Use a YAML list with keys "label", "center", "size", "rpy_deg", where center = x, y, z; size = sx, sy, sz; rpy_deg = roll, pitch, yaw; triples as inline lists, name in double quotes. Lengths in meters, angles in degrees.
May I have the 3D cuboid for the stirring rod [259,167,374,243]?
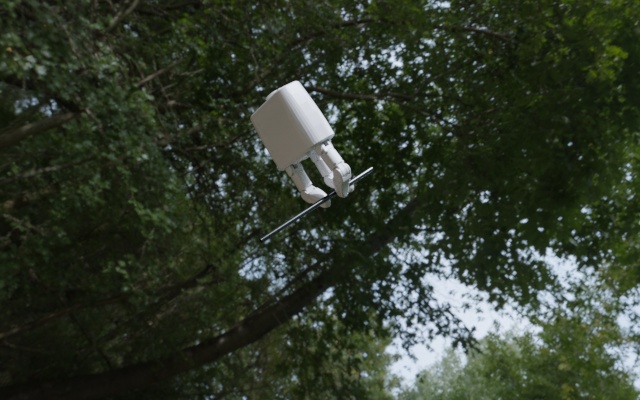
- label: "stirring rod"
  center: [0.000, 0.002, 0.765]
  size: [0.239, 0.011, 0.011]
  rpy_deg: [-33, 17, -29]
